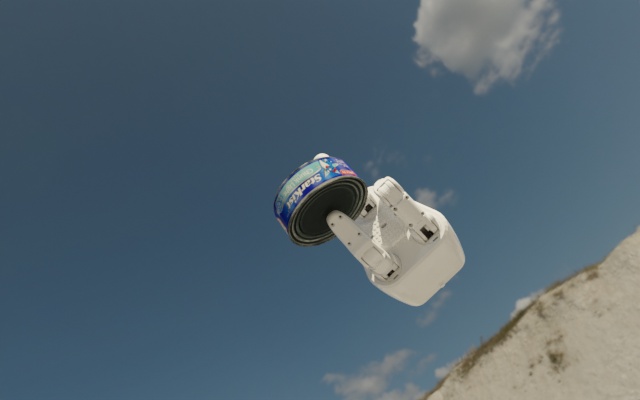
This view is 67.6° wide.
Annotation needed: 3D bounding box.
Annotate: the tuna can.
[{"bbox_3d":[0.000,0.001,0.445,0.086,0.086,0.033,0,41,-44],"label":"tuna can"}]
